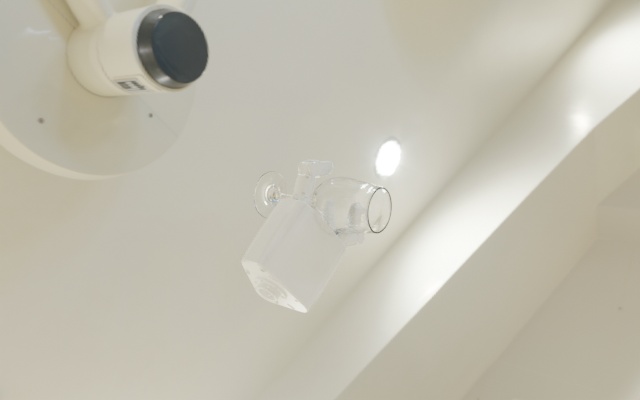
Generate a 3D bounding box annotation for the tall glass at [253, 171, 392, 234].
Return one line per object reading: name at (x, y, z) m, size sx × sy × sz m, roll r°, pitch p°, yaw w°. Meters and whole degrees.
tall glass at (0.000, 0.002, 0.686) m, size 0.201 × 0.079 × 0.079 m, roll 7°, pitch 4°, yaw 37°
